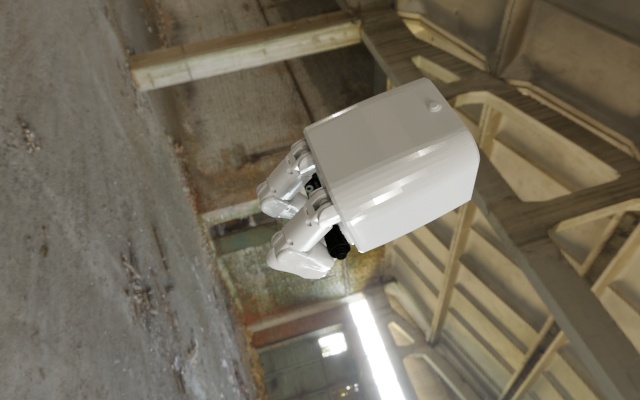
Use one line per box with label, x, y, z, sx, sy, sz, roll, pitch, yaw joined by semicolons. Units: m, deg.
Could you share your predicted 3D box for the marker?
marker;0.000;0.001;0.418;0.020;0.121;0.020;-13;-40;-11
